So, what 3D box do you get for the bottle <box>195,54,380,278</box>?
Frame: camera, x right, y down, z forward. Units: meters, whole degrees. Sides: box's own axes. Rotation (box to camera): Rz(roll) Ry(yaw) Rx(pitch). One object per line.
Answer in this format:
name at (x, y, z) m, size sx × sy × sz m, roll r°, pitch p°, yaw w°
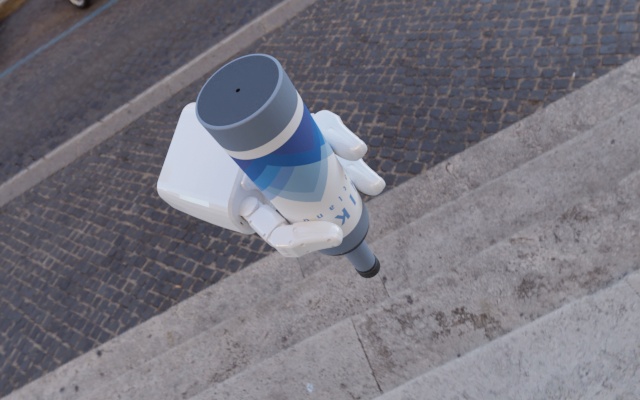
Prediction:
bottle at (0.000, 0.001, 0.430) m, size 0.069 × 0.069 × 0.296 m, roll 0°, pitch -31°, yaw 26°
